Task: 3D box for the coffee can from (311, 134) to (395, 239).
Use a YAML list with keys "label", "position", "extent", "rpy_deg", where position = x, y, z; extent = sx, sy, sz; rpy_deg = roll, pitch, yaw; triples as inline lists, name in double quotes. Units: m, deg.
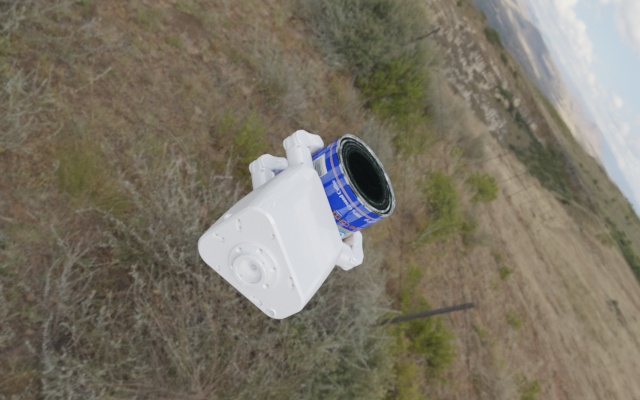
- label: "coffee can"
  position: [0.000, 0.002, 0.558]
  extent: [0.140, 0.102, 0.103]
  rpy_deg: [-30, -16, 29]
